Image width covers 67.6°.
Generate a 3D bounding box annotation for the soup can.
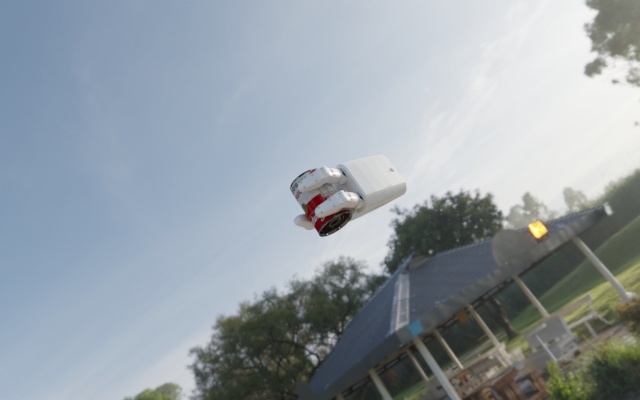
[{"bbox_3d":[0.000,0.003,0.829,0.068,0.102,0.068,-29,-22,-13],"label":"soup can"}]
